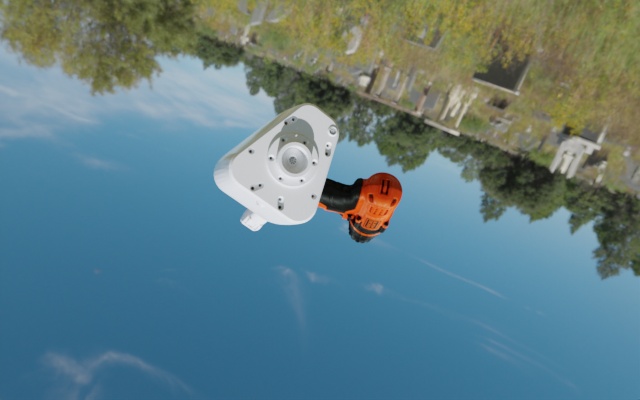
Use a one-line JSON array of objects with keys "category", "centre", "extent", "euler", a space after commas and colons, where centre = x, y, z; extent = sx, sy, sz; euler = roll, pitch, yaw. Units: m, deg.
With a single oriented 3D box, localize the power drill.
[{"category": "power drill", "centre": [0.000, 0.002, 0.619], "extent": [0.187, 0.057, 0.184], "euler": [10, -23, -1]}]
